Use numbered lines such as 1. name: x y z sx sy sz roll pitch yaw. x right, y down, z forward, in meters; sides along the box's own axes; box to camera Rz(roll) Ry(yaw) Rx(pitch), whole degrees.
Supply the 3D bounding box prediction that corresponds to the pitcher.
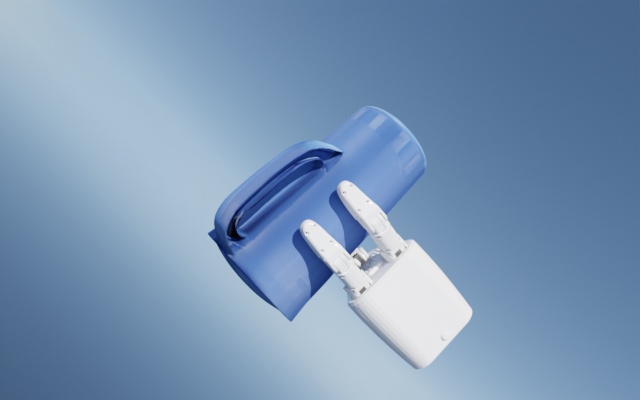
1. pitcher: 0.000 0.002 0.535 0.243 0.145 0.149 -44 6 -11
